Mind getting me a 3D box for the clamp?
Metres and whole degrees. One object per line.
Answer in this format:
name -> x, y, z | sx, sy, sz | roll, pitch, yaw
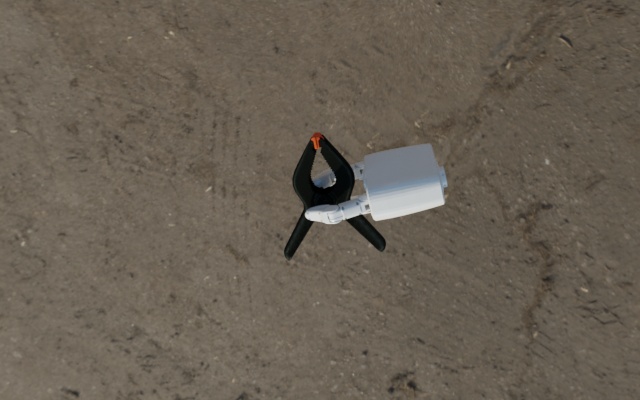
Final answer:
clamp -> 0.000, 0.002, 0.738 | 0.164, 0.210, 0.036 | -13, 21, 9
